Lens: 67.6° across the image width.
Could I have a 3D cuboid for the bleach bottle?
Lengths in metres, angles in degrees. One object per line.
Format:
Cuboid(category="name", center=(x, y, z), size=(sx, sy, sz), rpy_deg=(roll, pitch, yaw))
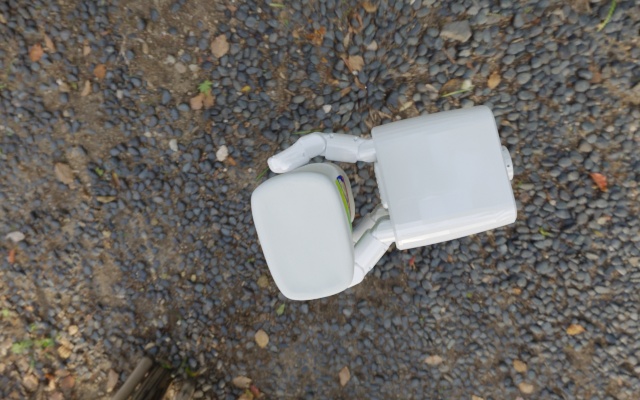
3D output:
Cuboid(category="bleach bottle", center=(0.000, 0.002, 0.470), size=(0.068, 0.102, 0.250), rpy_deg=(-13, 12, 9))
